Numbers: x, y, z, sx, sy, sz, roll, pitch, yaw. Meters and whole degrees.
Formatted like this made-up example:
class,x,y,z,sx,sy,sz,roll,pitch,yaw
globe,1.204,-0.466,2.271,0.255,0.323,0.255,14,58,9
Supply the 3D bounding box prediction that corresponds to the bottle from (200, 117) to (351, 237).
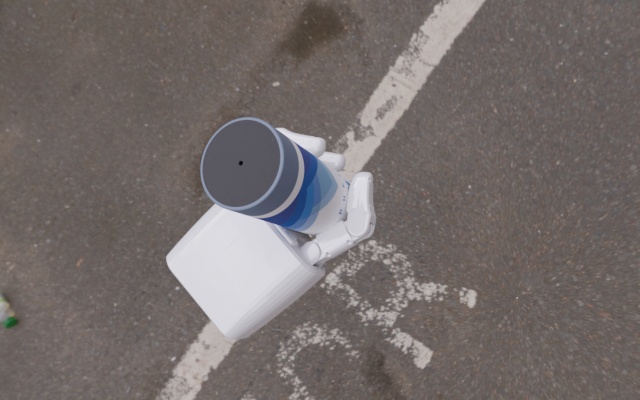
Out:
class,x,y,z,sx,sy,sz,roll,pitch,yaw
bottle,0.000,0.001,0.460,0.069,0.069,0.296,0,-11,22
